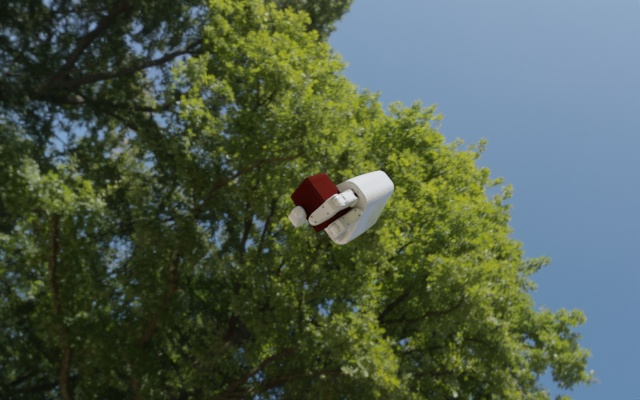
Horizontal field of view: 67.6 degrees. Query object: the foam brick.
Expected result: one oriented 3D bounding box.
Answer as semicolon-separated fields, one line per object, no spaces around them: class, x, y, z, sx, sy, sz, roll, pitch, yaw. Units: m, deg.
foam brick;0.000;0.002;0.778;0.051;0.078;0.053;-24;-17;-50
